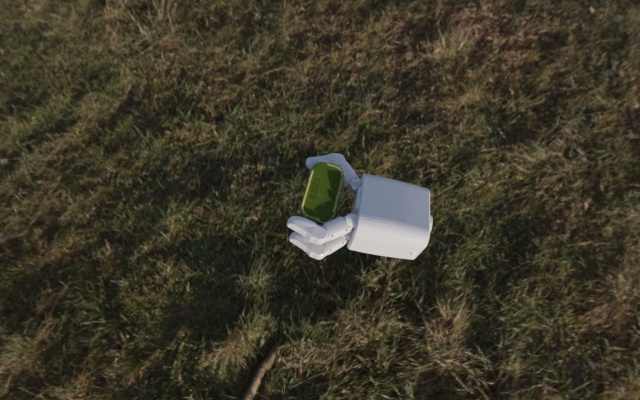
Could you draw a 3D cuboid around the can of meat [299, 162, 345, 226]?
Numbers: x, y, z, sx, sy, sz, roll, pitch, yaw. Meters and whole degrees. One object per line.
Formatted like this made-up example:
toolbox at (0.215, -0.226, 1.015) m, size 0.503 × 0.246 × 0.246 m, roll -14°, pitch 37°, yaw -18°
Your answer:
can of meat at (0.000, 0.002, 0.729) m, size 0.057 × 0.102 × 0.084 m, roll 14°, pitch -24°, yaw 1°
